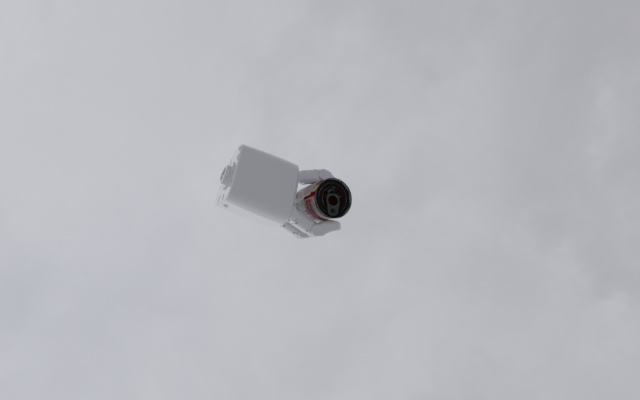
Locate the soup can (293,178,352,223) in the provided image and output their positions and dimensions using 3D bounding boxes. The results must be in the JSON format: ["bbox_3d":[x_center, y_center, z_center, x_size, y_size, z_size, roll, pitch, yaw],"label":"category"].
[{"bbox_3d":[0.000,0.003,0.826,0.068,0.068,0.102,0,-8,-26],"label":"soup can"}]
